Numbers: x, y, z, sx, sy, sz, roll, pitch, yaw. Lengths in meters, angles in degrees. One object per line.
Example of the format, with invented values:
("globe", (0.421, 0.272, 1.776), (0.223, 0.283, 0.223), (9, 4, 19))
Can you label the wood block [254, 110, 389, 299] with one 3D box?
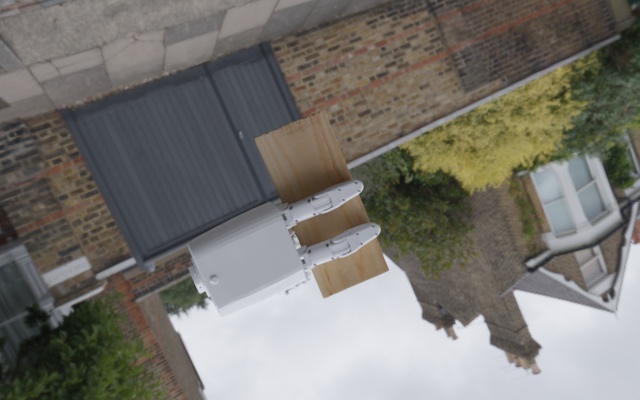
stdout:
("wood block", (0.000, 0.002, 0.600), (0.090, 0.206, 0.091), (-23, 8, -3))
